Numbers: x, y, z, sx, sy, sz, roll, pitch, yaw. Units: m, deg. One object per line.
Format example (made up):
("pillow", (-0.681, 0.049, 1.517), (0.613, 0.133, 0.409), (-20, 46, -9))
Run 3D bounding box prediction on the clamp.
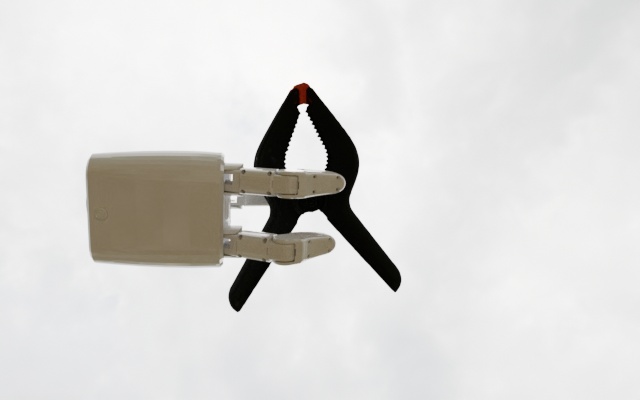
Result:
("clamp", (0.000, 0.001, 0.437), (0.164, 0.210, 0.036), (1, 12, -9))
